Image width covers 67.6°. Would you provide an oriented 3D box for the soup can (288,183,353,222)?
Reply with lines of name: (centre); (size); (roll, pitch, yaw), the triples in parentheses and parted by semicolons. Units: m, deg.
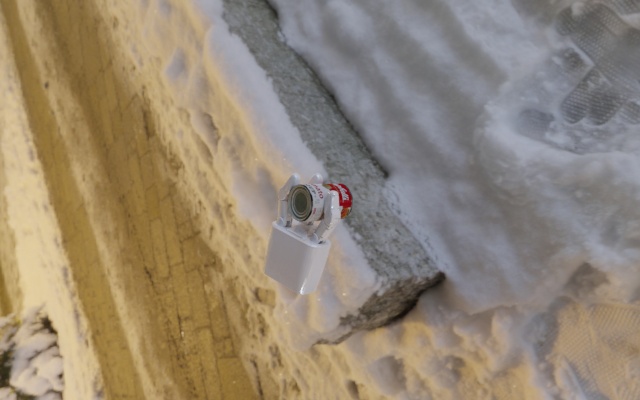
soup can: (0.000, 0.002, 0.869); (0.102, 0.068, 0.068); (-2, 1, -42)
